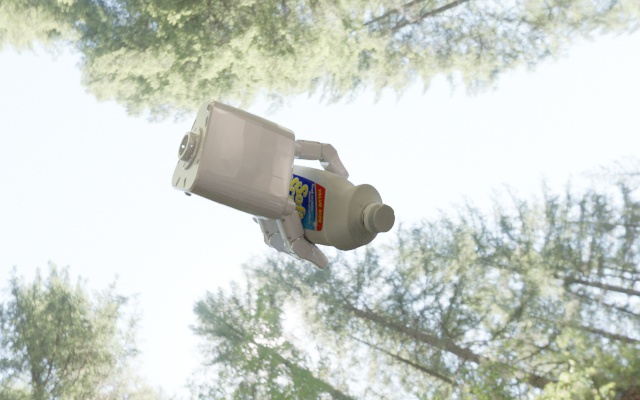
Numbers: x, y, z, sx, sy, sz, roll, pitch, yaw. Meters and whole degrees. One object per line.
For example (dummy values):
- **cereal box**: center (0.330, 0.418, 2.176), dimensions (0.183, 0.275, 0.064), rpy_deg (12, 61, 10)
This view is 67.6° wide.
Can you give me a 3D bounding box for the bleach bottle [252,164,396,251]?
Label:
- **bleach bottle**: center (0.000, 0.002, 0.582), dimensions (0.068, 0.102, 0.251), rpy_deg (18, -6, -32)
